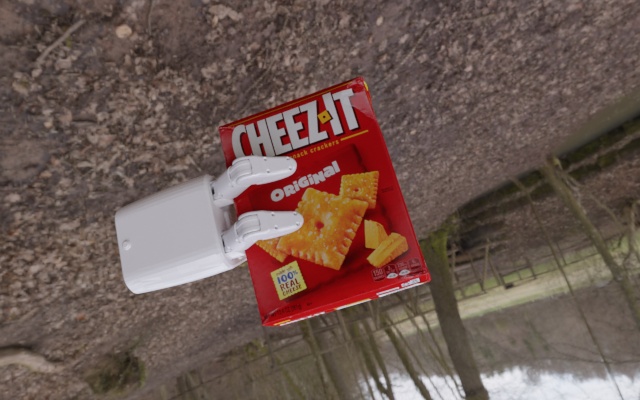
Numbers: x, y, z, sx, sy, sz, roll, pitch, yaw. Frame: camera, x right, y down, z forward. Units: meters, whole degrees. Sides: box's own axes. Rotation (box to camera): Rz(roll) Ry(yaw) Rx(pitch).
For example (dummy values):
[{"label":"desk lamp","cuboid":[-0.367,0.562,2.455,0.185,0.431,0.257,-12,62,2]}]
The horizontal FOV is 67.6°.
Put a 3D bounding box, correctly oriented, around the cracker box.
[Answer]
[{"label":"cracker box","cuboid":[0.000,0.002,0.487,0.164,0.213,0.072,-18,-17,7]}]
